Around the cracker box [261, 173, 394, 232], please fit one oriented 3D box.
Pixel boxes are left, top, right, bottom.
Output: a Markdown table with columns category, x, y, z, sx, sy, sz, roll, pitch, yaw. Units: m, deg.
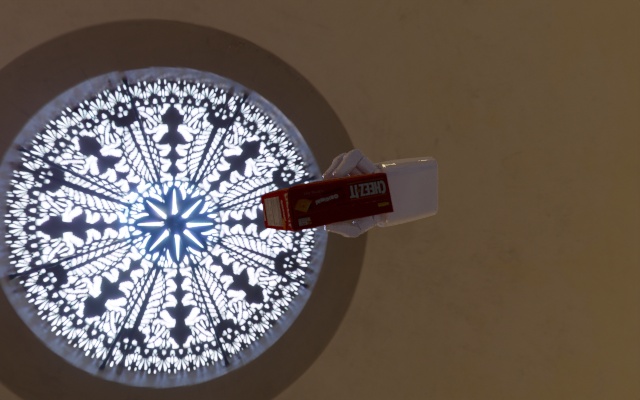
| category | x | y | z | sx | sy | sz | roll | pitch | yaw |
| --- | --- | --- | --- | --- | --- | --- | --- | --- | --- |
| cracker box | 0.000 | 0.003 | 0.807 | 0.164 | 0.072 | 0.214 | -11 | 1 | -18 |
